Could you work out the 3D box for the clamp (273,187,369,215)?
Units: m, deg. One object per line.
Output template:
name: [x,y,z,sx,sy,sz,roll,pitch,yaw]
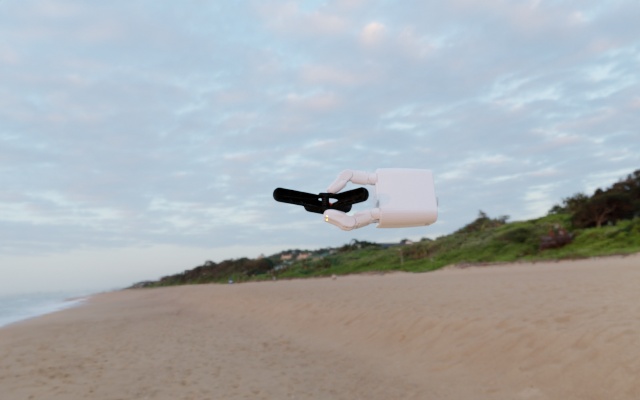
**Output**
clamp: [0.000,0.002,0.898,0.164,0.036,0.210,2,-9,0]
